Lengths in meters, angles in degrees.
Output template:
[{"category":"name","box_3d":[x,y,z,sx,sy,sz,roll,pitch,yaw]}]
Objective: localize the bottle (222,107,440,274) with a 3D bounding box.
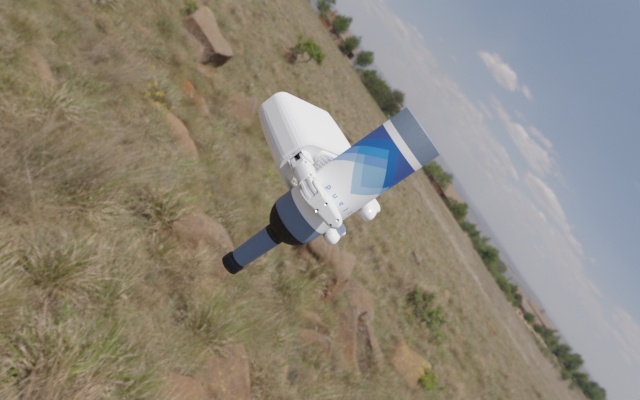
[{"category":"bottle","box_3d":[0.000,0.002,0.578,0.296,0.069,0.069,-35,-9,14]}]
